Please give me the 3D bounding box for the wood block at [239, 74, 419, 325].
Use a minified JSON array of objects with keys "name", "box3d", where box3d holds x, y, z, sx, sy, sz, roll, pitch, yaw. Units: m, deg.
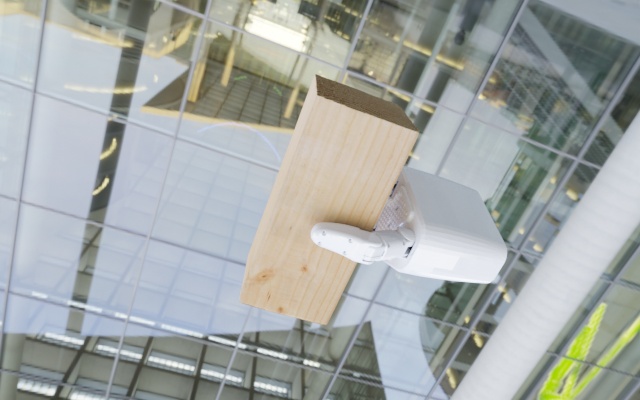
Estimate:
[{"name":"wood block","box3d":[0.000,0.002,0.449,0.090,0.206,0.090,18,23,-11]}]
